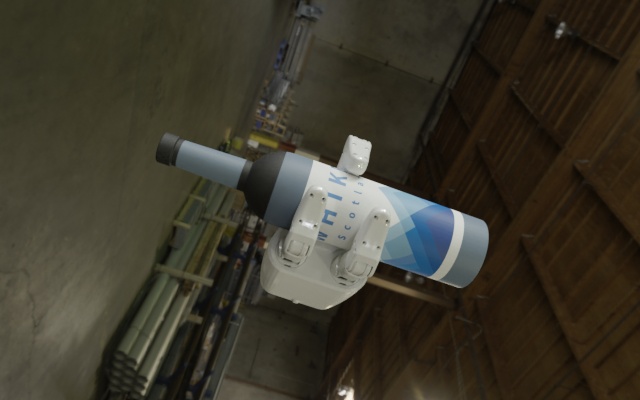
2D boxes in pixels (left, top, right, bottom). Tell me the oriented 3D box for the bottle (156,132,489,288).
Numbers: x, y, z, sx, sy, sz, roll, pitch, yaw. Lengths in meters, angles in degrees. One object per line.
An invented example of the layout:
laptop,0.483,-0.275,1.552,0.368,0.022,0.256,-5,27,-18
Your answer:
bottle,0.000,0.001,0.429,0.296,0.069,0.069,19,-2,-5
